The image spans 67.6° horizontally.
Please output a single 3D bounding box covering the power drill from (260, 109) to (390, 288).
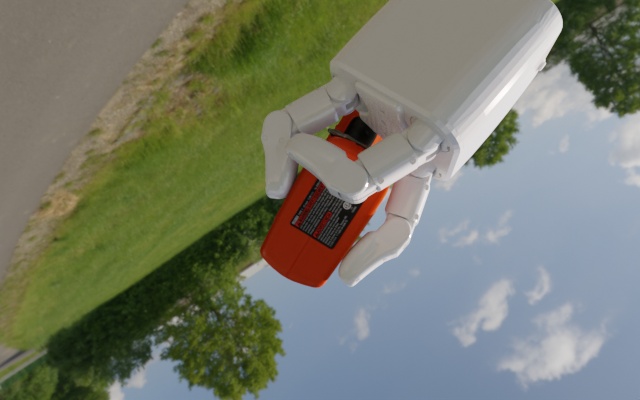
[{"bbox_3d":[0.000,0.001,0.411,0.057,0.184,0.187,29,14,-4],"label":"power drill"}]
